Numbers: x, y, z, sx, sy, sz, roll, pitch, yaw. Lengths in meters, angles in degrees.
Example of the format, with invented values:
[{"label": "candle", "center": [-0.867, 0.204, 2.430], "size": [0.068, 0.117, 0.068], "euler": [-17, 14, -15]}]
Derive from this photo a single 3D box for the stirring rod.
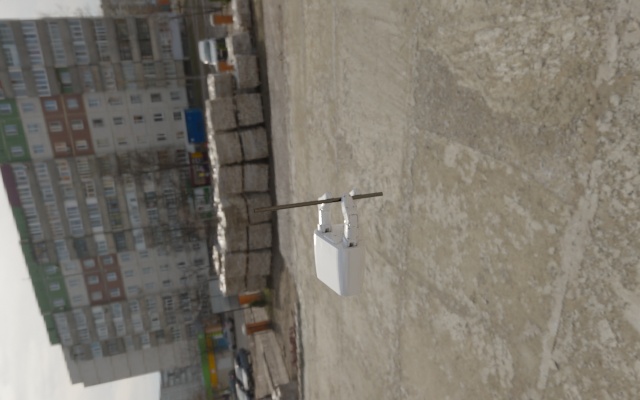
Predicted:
[{"label": "stirring rod", "center": [0.000, 0.003, 0.863], "size": [0.239, 0.011, 0.011], "euler": [-8, 2, -15]}]
